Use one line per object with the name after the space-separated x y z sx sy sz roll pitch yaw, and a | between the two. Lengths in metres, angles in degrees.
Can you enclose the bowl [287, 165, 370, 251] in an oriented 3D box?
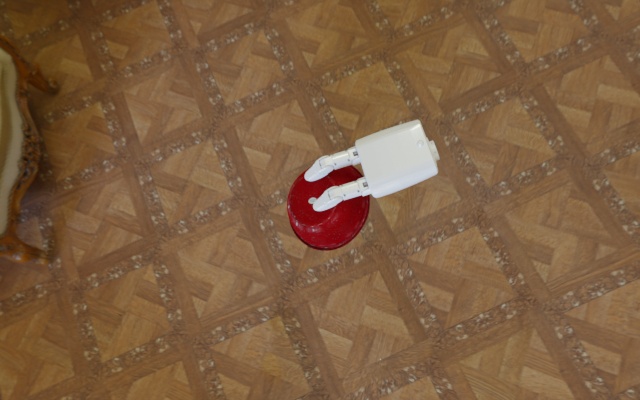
-0.001 0.003 0.812 0.162 0.162 0.055 0 -10 29 | bowl
